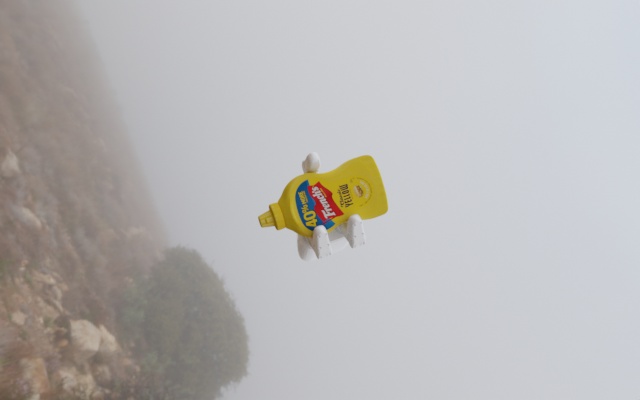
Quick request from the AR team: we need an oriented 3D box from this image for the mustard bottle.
[{"bbox_3d":[0.000,0.002,0.715,0.191,0.096,0.058,-18,7,-12],"label":"mustard bottle"}]
